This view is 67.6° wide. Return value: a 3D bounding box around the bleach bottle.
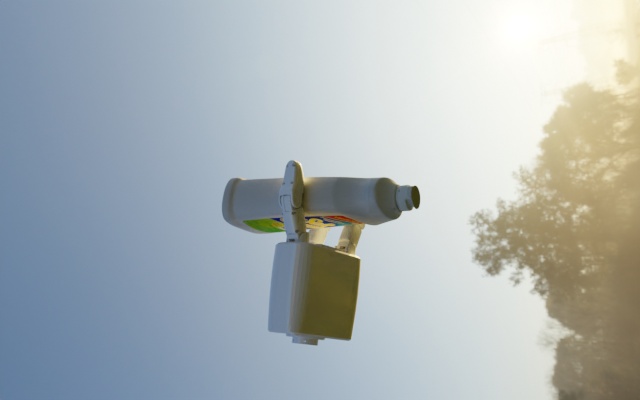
[{"bbox_3d":[0.000,0.002,0.610,0.251,0.068,0.102,-5,-20,32],"label":"bleach bottle"}]
